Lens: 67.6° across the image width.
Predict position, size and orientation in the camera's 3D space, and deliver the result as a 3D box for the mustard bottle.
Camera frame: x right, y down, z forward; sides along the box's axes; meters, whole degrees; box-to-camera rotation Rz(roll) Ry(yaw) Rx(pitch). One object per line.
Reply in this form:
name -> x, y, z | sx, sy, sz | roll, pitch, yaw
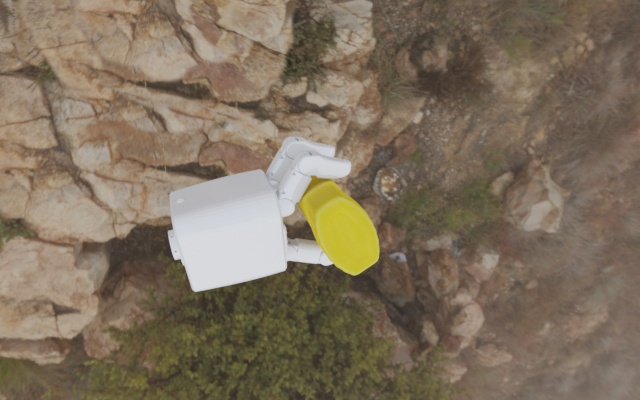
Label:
mustard bottle -> 0.000, 0.002, 0.553 | 0.058, 0.096, 0.191 | -35, 29, -2
